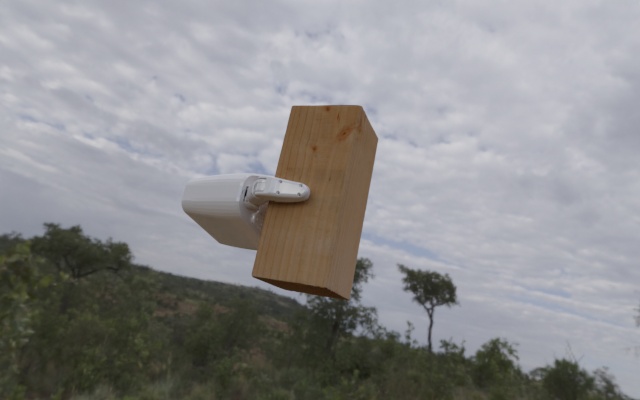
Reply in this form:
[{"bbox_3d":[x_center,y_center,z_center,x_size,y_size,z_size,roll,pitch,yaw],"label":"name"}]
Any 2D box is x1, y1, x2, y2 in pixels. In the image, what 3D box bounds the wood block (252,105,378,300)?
[{"bbox_3d":[0.000,0.002,0.557,0.090,0.206,0.091,5,-17,23],"label":"wood block"}]
